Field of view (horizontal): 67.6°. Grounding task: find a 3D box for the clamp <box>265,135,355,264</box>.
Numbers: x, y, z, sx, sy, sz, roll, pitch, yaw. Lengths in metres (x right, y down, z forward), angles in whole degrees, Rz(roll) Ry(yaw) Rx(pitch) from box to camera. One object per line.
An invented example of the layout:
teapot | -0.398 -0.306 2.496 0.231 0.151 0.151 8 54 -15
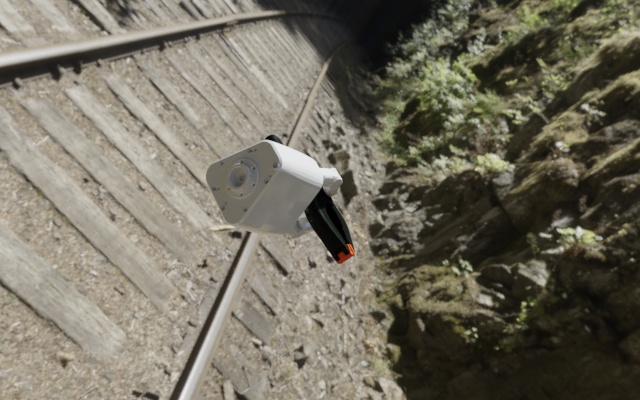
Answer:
clamp | 0.001 0.002 0.736 0.036 0.210 0.164 -36 -22 17
